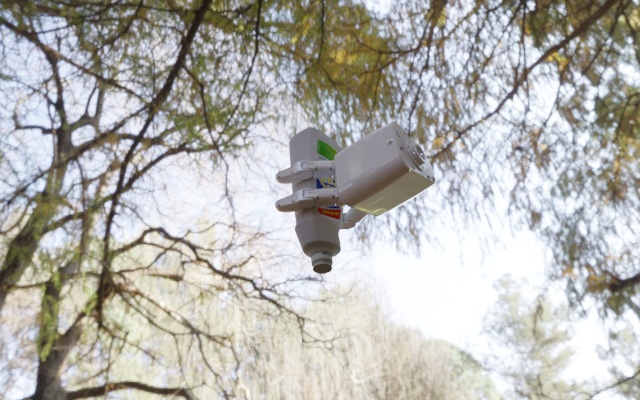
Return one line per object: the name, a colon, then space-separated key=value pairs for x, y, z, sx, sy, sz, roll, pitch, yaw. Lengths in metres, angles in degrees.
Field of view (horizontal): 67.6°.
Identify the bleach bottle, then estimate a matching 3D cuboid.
bleach bottle: x=0.000 y=0.002 z=0.752 sx=0.068 sy=0.250 sz=0.103 roll=-30 pitch=-45 yaw=28
